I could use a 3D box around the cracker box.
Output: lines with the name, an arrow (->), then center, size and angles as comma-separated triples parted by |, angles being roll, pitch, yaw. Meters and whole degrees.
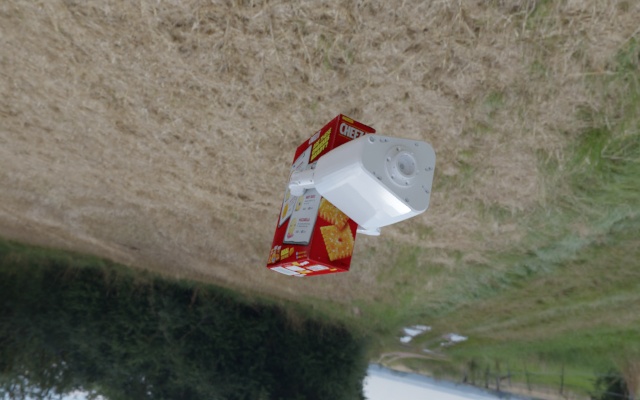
cracker box -> 0.000, 0.002, 0.714 | 0.072, 0.213, 0.164 | 20, -20, -21
